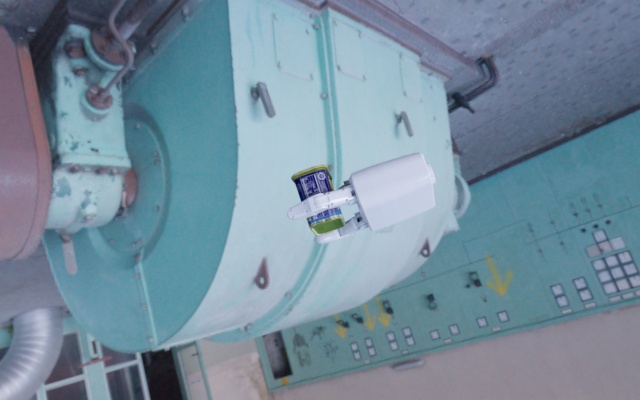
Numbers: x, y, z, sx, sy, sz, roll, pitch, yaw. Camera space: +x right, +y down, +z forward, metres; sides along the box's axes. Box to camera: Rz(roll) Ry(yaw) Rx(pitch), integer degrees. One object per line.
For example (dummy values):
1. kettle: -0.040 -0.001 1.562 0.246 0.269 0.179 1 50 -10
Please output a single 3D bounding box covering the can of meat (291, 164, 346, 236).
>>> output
1. can of meat: 0.000 0.003 0.730 0.057 0.084 0.102 -19 -14 3
